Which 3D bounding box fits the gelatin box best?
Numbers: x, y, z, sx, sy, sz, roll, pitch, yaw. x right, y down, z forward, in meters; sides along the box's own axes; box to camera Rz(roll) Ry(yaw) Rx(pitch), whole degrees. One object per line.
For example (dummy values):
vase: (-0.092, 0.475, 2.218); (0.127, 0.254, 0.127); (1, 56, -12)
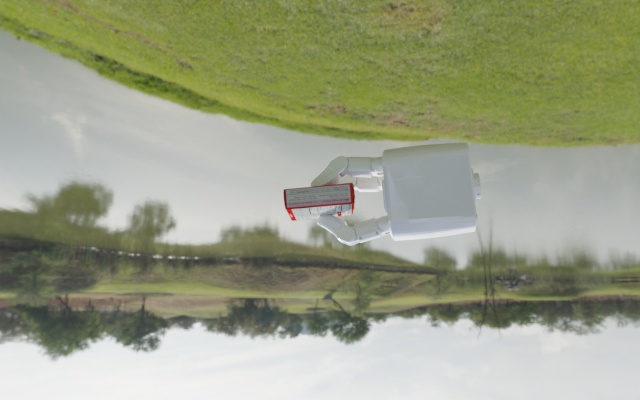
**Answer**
gelatin box: (0.000, 0.003, 0.625); (0.089, 0.030, 0.073); (-6, -13, 2)
